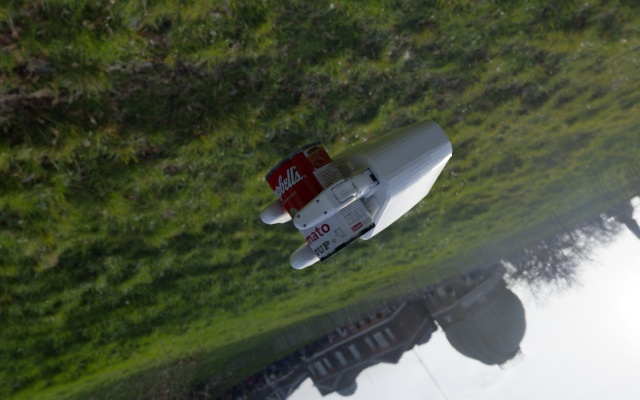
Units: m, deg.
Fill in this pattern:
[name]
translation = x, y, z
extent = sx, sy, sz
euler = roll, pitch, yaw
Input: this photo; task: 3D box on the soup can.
[soup can]
translation = 0.000, 0.002, 0.478
extent = 0.068, 0.102, 0.068
euler = -33, -5, -4
